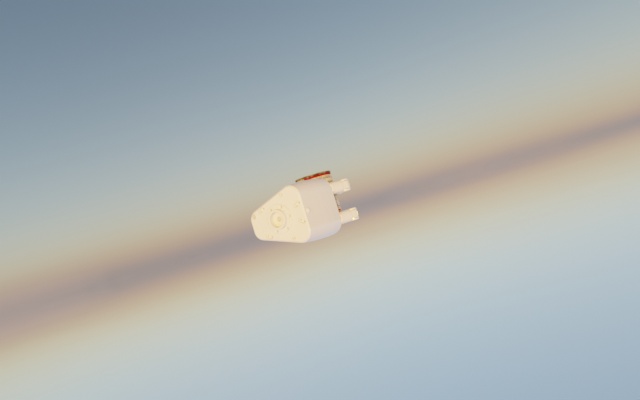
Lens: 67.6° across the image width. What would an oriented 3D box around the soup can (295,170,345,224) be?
[{"bbox_3d":[0.000,0.003,0.878,0.068,0.102,0.068,-17,-2,-1],"label":"soup can"}]
